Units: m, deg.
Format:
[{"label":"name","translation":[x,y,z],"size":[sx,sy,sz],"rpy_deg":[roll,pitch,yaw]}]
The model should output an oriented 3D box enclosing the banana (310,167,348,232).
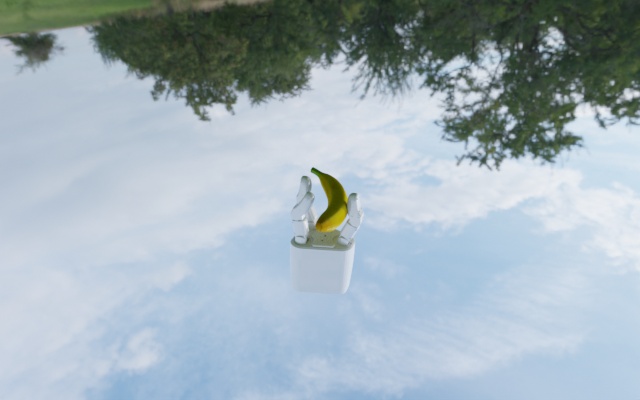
[{"label":"banana","translation":[0.018,0.004,0.849],"size":[0.069,0.037,0.197],"rpy_deg":[9,30,-10]}]
